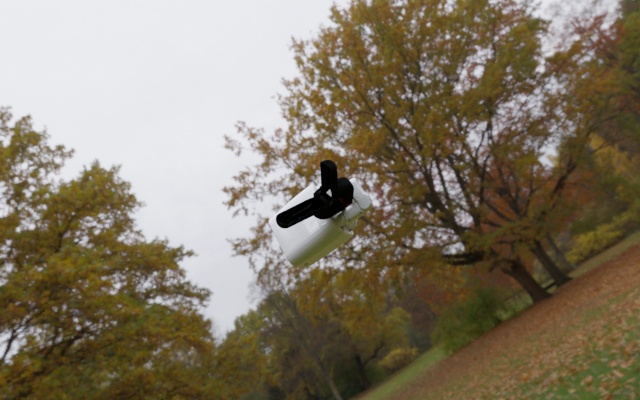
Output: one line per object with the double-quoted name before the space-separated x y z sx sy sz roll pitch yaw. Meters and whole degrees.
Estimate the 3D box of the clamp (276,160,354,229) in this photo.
"clamp" 0.000 0.002 0.731 0.120 0.039 0.171 -41 -22 8
